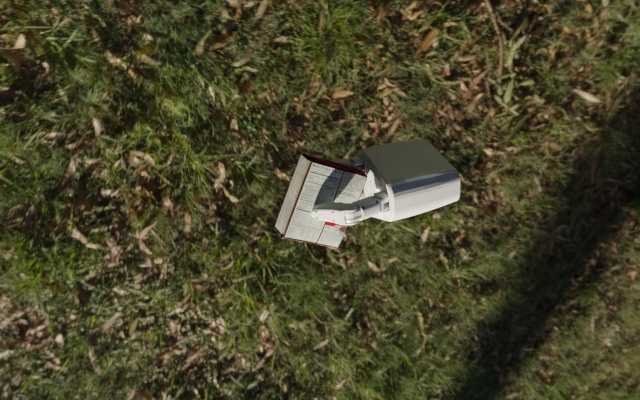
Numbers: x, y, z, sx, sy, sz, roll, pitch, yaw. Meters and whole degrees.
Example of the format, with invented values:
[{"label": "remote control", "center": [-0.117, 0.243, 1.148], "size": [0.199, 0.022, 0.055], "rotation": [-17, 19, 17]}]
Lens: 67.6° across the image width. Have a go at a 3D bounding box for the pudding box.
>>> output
[{"label": "pudding box", "center": [0.000, 0.002, 0.632], "size": [0.090, 0.113, 0.039], "rotation": [14, 14, -28]}]
